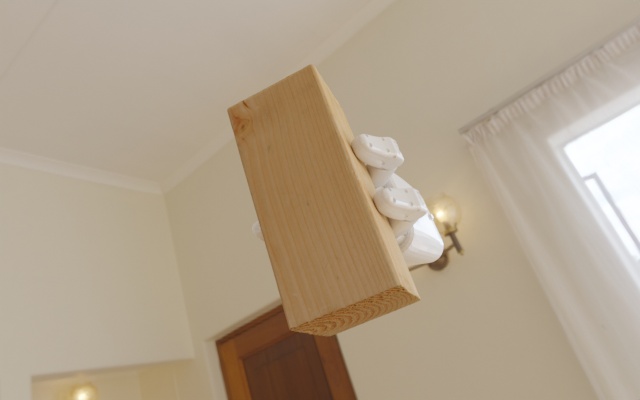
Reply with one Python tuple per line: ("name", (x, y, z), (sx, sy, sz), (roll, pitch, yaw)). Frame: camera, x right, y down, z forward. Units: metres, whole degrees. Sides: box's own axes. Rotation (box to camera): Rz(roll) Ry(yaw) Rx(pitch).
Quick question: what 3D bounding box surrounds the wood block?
("wood block", (0.000, 0.001, 0.417), (0.091, 0.206, 0.090), (-25, -25, 12))
